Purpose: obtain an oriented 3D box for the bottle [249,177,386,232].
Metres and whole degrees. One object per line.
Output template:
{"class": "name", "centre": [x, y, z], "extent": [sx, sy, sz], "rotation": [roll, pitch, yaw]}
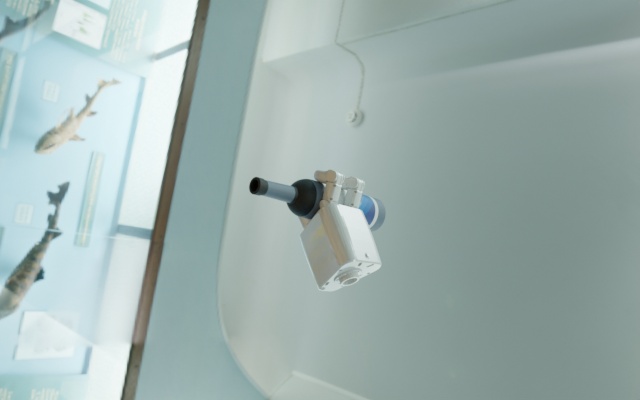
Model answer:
{"class": "bottle", "centre": [0.000, 0.003, 0.831], "extent": [0.069, 0.069, 0.296], "rotation": [0, -10, 44]}
